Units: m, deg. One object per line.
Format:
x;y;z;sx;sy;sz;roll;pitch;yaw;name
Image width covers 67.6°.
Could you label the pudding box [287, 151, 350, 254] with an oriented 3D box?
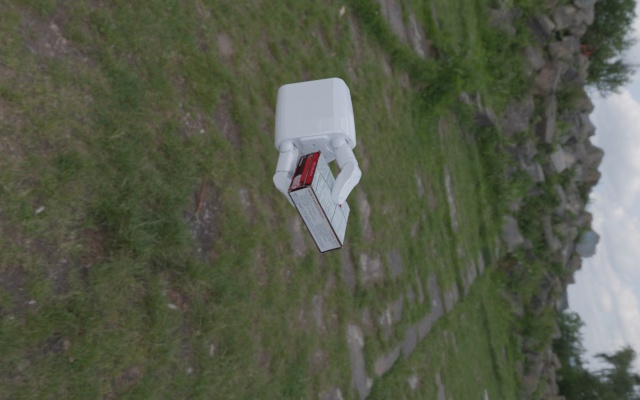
0.000;0.002;0.661;0.039;0.113;0.090;-16;31;22;pudding box
